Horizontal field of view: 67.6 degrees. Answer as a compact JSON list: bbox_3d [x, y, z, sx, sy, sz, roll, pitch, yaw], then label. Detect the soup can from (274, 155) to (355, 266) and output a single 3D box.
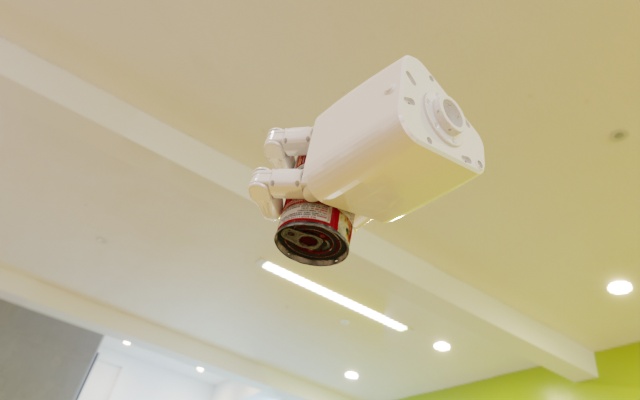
[{"bbox_3d":[0.000,0.002,0.455,0.068,0.102,0.069,7,-37,6],"label":"soup can"}]
